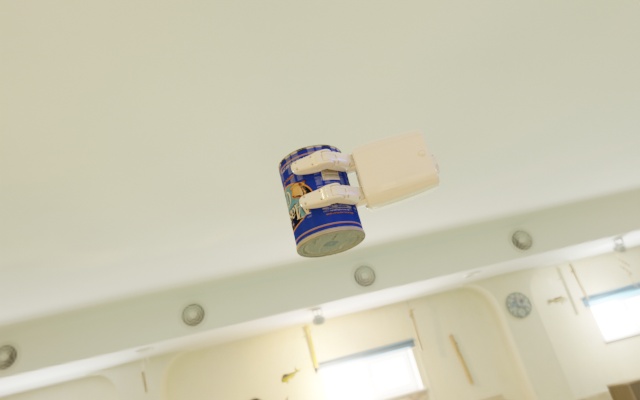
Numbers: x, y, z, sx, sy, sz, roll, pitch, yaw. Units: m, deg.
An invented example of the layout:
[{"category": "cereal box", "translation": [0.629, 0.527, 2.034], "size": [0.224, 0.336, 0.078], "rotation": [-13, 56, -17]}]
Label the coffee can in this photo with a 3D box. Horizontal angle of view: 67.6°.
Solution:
[{"category": "coffee can", "translation": [0.000, 0.003, 0.718], "size": [0.103, 0.140, 0.103], "rotation": [-12, -23, -5]}]
